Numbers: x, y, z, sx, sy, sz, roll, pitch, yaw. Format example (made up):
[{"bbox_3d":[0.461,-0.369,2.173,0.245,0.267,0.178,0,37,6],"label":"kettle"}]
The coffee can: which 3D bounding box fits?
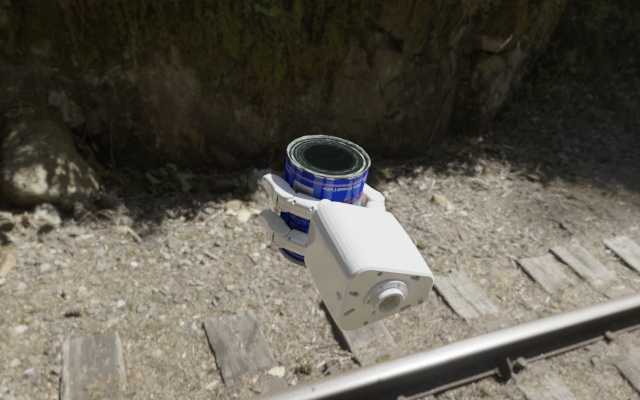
[{"bbox_3d":[0.000,0.002,0.614,0.103,0.140,0.102,7,34,-5],"label":"coffee can"}]
